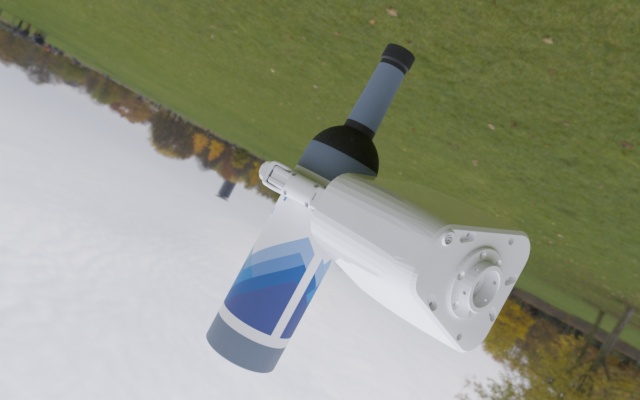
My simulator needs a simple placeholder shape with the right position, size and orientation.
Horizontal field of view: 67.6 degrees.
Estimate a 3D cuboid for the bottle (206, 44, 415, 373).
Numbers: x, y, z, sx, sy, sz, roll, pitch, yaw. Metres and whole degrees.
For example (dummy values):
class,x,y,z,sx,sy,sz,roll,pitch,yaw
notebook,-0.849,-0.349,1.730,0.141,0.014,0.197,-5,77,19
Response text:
class,x,y,z,sx,sy,sz,roll,pitch,yaw
bottle,0.000,0.002,0.413,0.069,0.295,0.069,28,1,0
